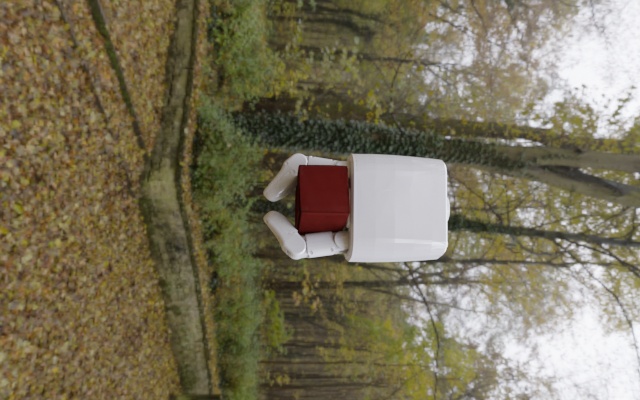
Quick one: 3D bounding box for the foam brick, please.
[{"bbox_3d":[0.000,0.002,0.503,0.051,0.053,0.078,1,-21,-5],"label":"foam brick"}]
